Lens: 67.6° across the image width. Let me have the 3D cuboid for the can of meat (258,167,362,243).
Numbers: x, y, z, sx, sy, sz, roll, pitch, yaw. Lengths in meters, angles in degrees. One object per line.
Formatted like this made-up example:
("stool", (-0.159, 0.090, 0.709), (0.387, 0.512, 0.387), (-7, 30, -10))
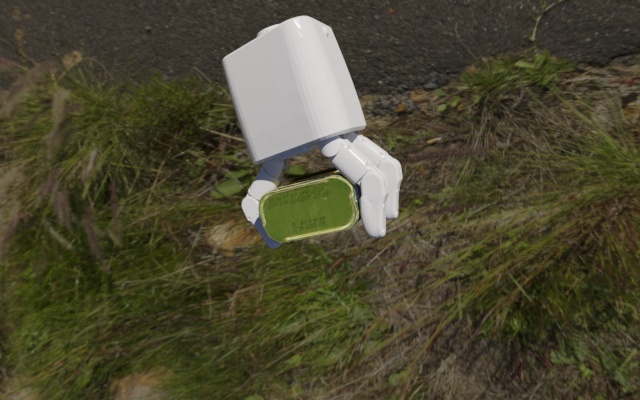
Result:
("can of meat", (0.000, 0.002, 0.473), (0.102, 0.057, 0.084), (-13, 6, 21))
